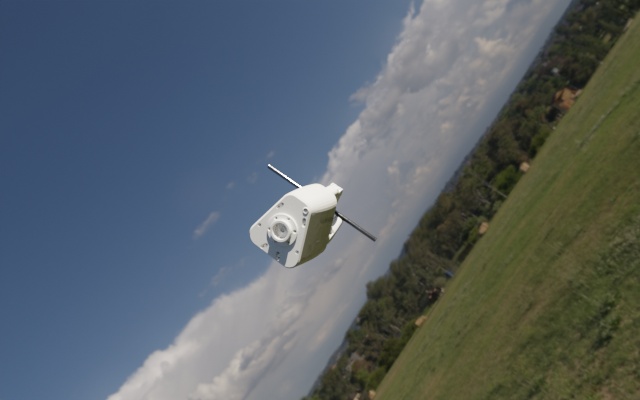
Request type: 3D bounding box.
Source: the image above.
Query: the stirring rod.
[{"bbox_3d":[0.000,0.003,0.861,0.239,0.011,0.011,35,9,13],"label":"stirring rod"}]
